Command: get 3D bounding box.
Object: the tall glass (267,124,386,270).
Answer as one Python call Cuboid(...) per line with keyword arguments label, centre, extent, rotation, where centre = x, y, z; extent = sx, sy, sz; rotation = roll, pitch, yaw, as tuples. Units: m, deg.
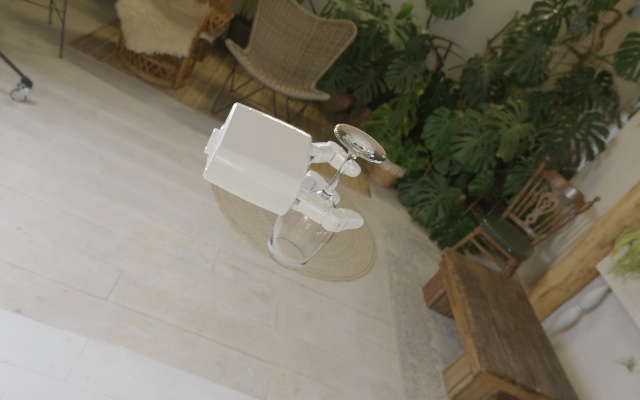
Cuboid(label="tall glass", centre=(0.001, 0.002, 0.626), extent=(0.079, 0.201, 0.079), rotation=(25, 30, -15))
